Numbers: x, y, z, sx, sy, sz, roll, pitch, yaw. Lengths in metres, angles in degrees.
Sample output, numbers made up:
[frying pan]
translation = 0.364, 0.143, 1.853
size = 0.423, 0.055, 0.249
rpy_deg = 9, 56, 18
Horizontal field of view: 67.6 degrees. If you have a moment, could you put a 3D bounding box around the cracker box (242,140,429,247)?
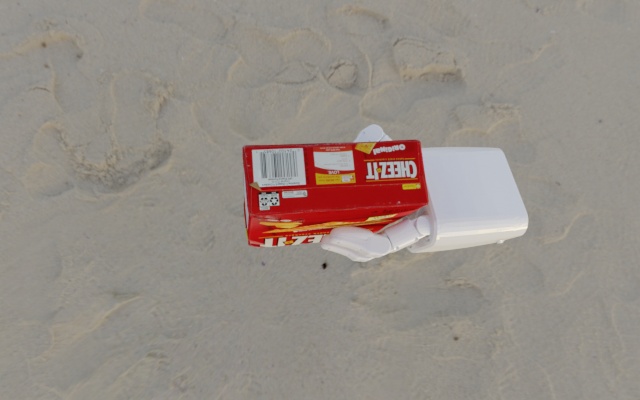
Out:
[cracker box]
translation = 0.000, 0.001, 0.518
size = 0.164, 0.072, 0.214
rpy_deg = -3, -12, -9
